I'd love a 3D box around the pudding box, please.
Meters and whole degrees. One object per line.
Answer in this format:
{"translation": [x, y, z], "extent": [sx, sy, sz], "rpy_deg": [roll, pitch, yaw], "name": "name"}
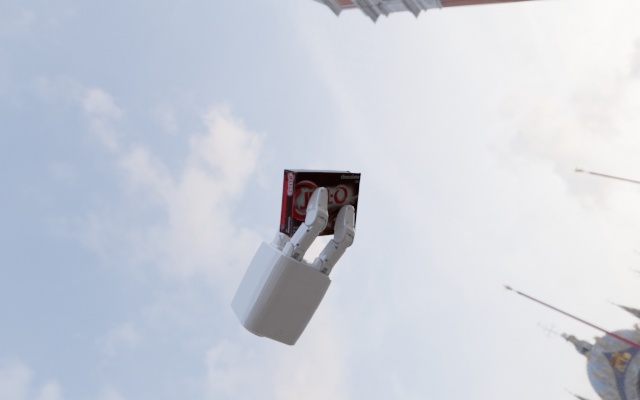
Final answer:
{"translation": [0.000, 0.002, 0.667], "extent": [0.113, 0.090, 0.039], "rpy_deg": [-2, 13, -36], "name": "pudding box"}
